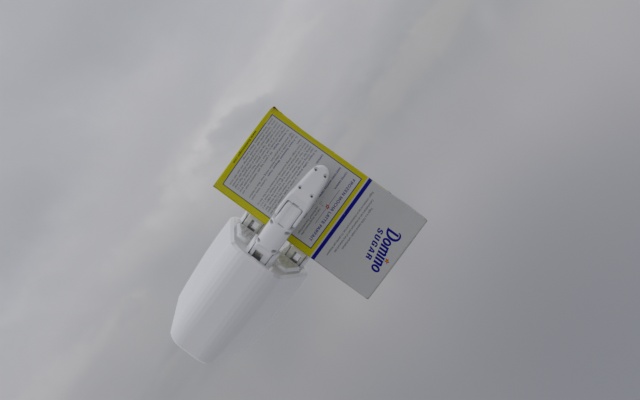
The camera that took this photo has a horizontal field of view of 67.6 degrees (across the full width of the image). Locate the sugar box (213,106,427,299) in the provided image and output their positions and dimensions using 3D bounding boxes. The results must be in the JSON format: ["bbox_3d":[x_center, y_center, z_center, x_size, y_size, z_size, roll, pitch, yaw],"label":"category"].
[{"bbox_3d":[0.000,0.001,0.448,0.176,0.093,0.048,37,4,-1],"label":"sugar box"}]
